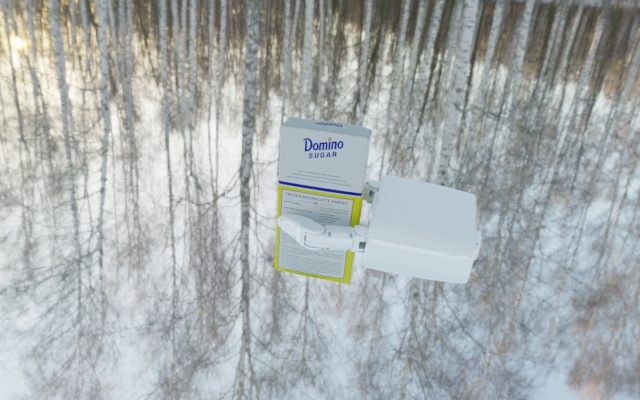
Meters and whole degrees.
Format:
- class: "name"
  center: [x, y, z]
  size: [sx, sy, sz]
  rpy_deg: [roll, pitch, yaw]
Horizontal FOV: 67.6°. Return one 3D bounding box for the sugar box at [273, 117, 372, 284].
- class: "sugar box"
  center: [0.000, 0.002, 0.529]
  size: [0.093, 0.176, 0.048]
  rpy_deg: [10, 23, 7]
